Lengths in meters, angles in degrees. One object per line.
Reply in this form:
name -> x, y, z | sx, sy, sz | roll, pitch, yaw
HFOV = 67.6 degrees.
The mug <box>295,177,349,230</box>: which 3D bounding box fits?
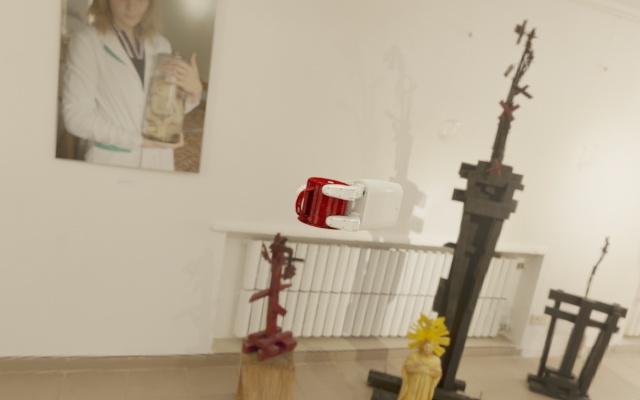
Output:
mug -> -0.001, 0.003, 0.885 | 0.117, 0.081, 0.093 | 2, 13, -42
